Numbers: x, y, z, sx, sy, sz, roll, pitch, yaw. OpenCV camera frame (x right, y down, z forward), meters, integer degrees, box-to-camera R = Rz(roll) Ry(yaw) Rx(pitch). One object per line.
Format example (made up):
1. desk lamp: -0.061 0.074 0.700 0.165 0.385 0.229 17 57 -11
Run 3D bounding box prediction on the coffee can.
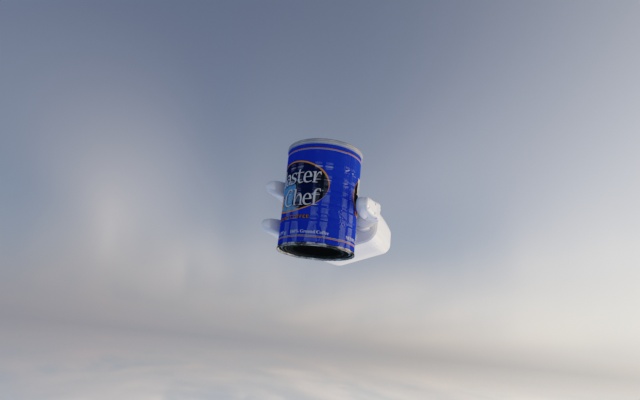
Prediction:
1. coffee can: 0.000 0.002 0.636 0.103 0.140 0.103 5 -17 2
